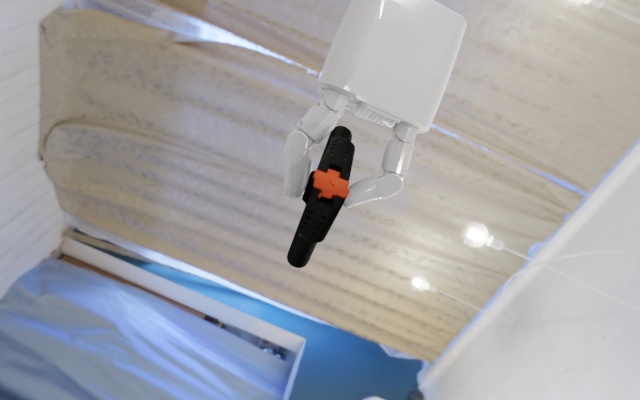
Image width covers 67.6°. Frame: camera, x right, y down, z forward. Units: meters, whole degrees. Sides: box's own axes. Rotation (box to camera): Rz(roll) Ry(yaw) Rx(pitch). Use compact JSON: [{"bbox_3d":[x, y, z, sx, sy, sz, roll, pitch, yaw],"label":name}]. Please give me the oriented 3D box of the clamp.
[{"bbox_3d":[0.001,0.002,0.447,0.036,0.164,0.210,18,4,-2],"label":"clamp"}]
